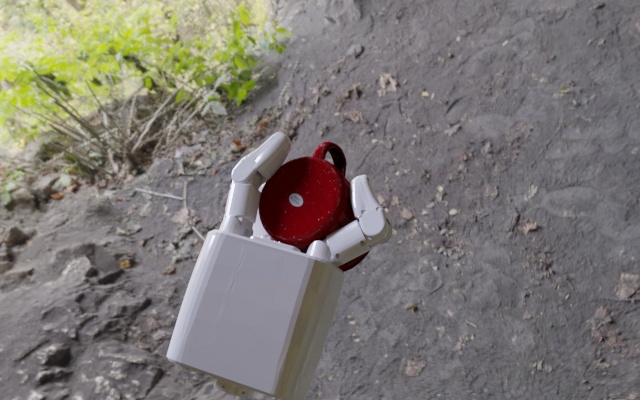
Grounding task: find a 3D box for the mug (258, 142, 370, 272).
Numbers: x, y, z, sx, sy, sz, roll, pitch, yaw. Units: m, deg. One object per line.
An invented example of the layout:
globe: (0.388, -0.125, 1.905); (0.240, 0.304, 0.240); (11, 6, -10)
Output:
mug: (0.000, 0.000, 0.437); (0.093, 0.117, 0.081); (8, -19, 27)
